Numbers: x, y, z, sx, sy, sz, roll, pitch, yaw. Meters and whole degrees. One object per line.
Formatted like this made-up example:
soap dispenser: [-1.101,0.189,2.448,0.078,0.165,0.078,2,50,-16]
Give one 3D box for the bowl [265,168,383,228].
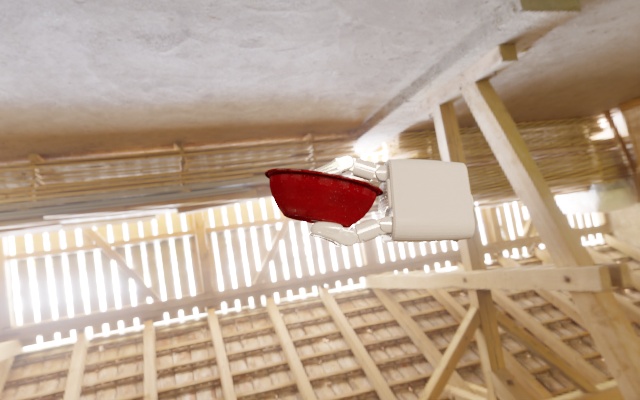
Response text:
bowl: [-0.001,0.002,0.642,0.162,0.055,0.162,10,-7,1]
